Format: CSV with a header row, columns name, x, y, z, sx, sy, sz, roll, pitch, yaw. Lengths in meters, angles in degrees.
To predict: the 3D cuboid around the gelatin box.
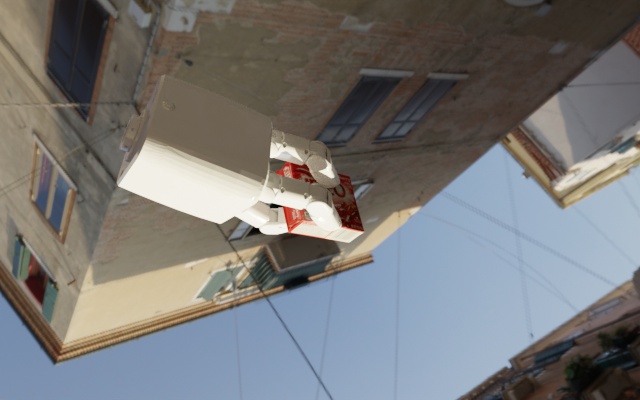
name,x,y,z,sx,sy,sz,roll,pitch,yaw
gelatin box,0.000,0.002,0.510,0.089,0.073,0.030,13,-38,-39
